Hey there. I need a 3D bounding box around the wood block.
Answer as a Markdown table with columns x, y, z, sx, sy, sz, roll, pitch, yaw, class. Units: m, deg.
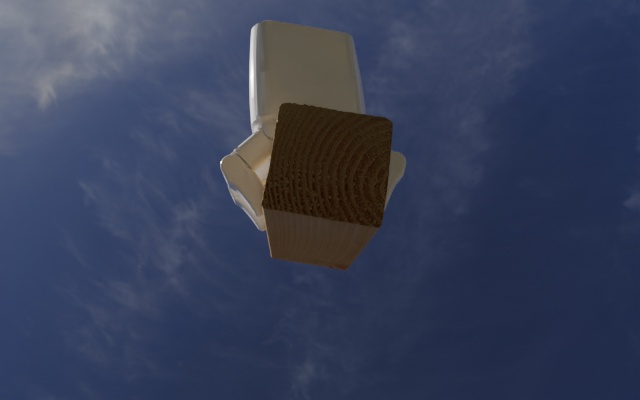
| x | y | z | sx | sy | sz | roll | pitch | yaw | class |
| --- | --- | --- | --- | --- | --- | --- | --- | --- | --- |
| 0.000 | 0.001 | 0.452 | 0.091 | 0.090 | 0.206 | 9 | -17 | -1 | wood block |
